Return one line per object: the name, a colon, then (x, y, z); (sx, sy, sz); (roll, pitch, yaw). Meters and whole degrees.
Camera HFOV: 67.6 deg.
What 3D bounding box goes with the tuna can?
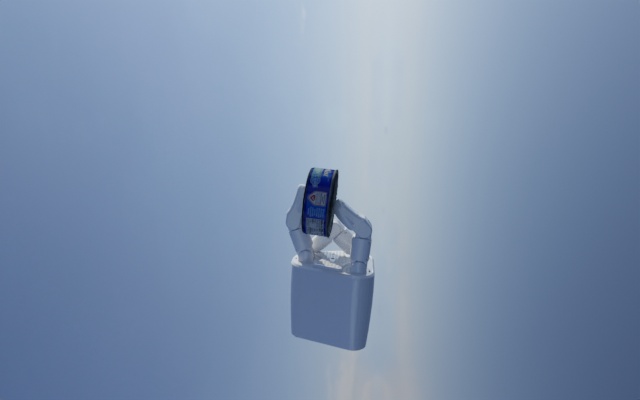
tuna can: (0.000, 0.002, 0.595); (0.034, 0.086, 0.086); (8, 1, 6)
